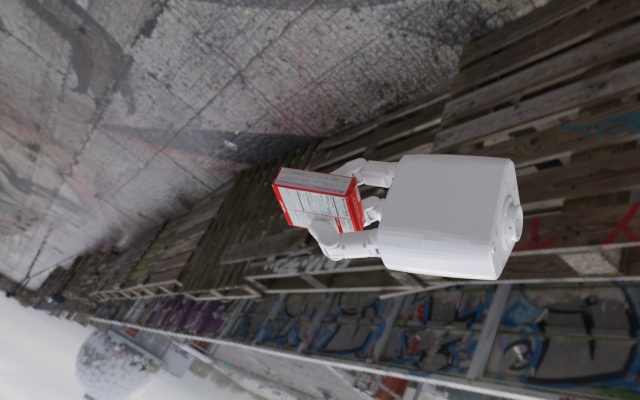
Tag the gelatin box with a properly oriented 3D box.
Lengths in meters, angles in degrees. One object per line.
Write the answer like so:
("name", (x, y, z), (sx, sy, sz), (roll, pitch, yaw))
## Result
("gelatin box", (0.000, 0.002, 0.518), (0.089, 0.030, 0.073), (9, -35, 22))
